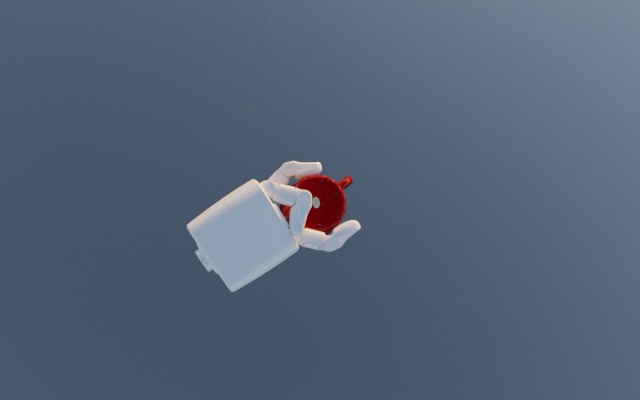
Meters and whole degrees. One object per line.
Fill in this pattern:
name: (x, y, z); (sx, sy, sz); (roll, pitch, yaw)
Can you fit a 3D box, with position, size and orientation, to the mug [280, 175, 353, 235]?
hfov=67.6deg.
mug: (0.001, 0.002, 0.695); (0.117, 0.093, 0.081); (-34, -1, -13)
